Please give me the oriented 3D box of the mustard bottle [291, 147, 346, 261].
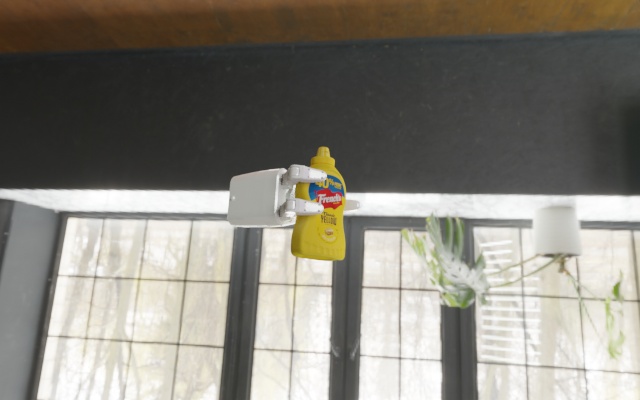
[{"bbox_3d":[0.000,0.003,0.806,0.096,0.191,0.058,13,-17,-36],"label":"mustard bottle"}]
